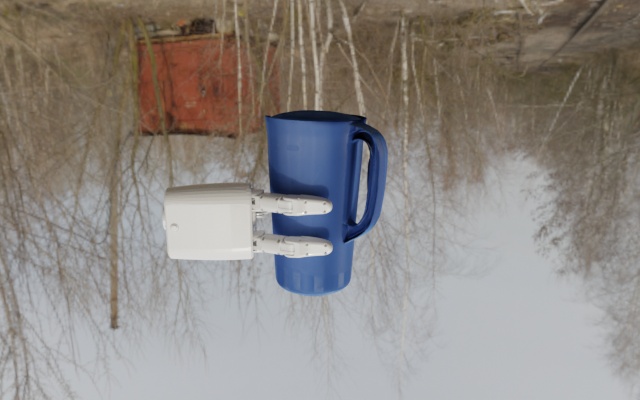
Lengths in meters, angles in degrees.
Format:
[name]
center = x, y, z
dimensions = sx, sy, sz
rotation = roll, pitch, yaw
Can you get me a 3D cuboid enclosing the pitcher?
[pitcher]
center = 0.000, 0.002, 0.645
dimensions = 0.145, 0.243, 0.149
rotation = -1, 15, -9
